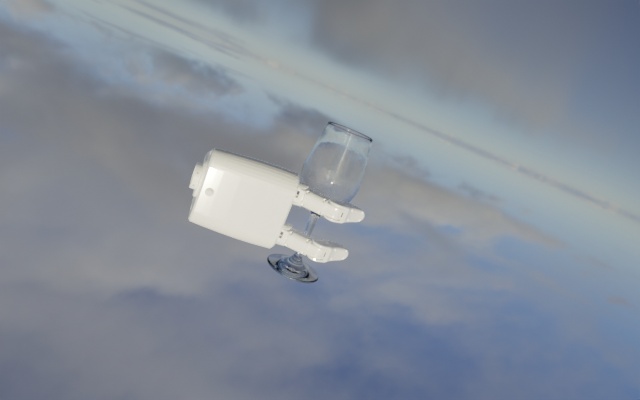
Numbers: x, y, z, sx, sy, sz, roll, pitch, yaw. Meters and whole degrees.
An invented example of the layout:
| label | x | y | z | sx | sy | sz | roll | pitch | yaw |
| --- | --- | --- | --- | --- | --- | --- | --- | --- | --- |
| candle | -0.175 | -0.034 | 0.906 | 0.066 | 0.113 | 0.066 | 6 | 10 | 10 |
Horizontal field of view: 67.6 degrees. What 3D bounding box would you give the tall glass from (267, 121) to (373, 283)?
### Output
| label | x | y | z | sx | sy | sz | roll | pitch | yaw |
| --- | --- | --- | --- | --- | --- | --- | --- | --- | --- |
| tall glass | 0.000 | 0.003 | 0.620 | 0.079 | 0.201 | 0.079 | 22 | 13 | -5 |
